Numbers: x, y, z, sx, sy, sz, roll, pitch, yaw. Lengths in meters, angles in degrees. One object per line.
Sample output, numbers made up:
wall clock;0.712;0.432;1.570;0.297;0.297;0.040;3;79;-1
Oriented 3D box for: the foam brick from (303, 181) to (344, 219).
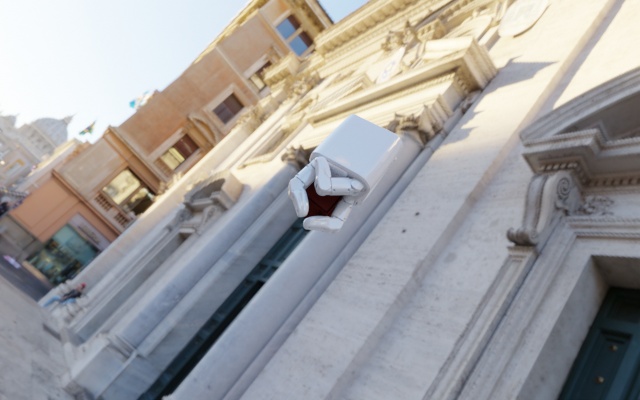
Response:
foam brick;0.000;0.003;0.784;0.053;0.051;0.078;37;-24;6
